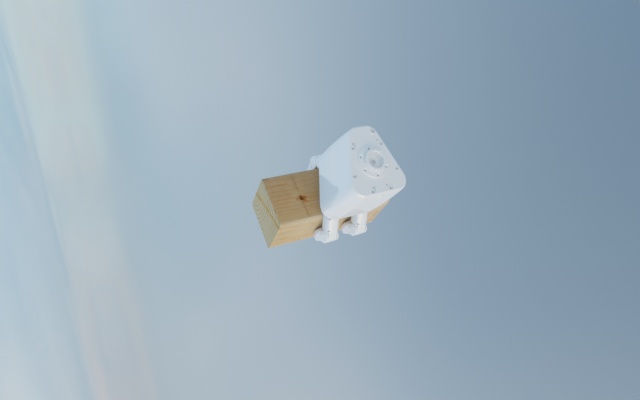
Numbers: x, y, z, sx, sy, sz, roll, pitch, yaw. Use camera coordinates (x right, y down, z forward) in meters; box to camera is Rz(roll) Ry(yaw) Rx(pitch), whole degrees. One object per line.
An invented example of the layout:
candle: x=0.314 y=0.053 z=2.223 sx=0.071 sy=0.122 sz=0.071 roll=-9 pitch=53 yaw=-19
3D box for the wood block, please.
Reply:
wood block: x=0.000 y=0.002 z=0.823 sx=0.206 sy=0.090 sz=0.090 roll=-12 pitch=-24 yaw=-26
